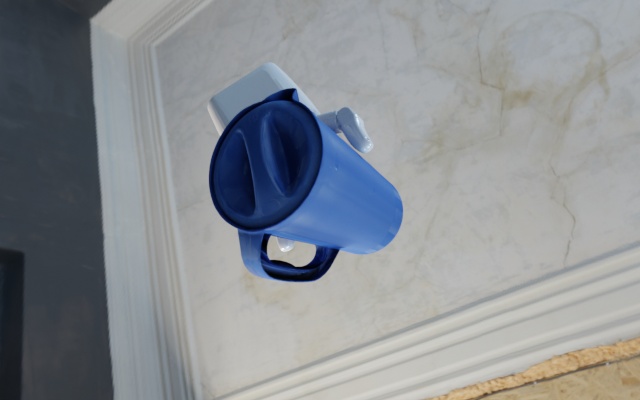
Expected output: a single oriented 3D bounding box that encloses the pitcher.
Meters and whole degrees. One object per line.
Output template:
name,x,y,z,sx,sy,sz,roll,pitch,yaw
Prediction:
pitcher,0.000,0.002,0.539,0.149,0.145,0.243,-43,-32,14
